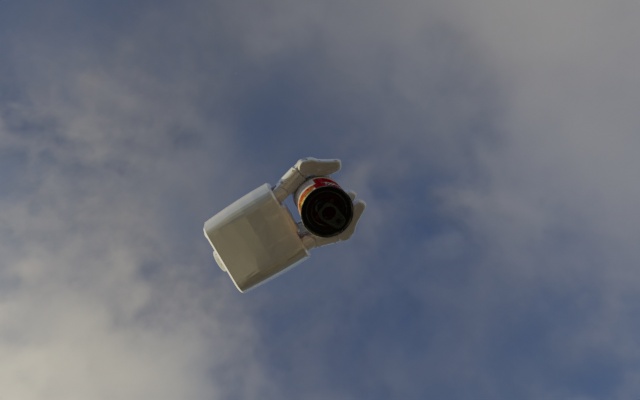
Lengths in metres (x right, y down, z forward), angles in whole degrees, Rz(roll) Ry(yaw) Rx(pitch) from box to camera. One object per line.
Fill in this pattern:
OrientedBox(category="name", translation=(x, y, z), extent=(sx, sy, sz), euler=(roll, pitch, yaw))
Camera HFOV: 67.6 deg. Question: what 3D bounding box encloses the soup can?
OrientedBox(category="soup can", translation=(0.000, 0.002, 0.643), extent=(0.068, 0.068, 0.102), euler=(0, 15, -10))
